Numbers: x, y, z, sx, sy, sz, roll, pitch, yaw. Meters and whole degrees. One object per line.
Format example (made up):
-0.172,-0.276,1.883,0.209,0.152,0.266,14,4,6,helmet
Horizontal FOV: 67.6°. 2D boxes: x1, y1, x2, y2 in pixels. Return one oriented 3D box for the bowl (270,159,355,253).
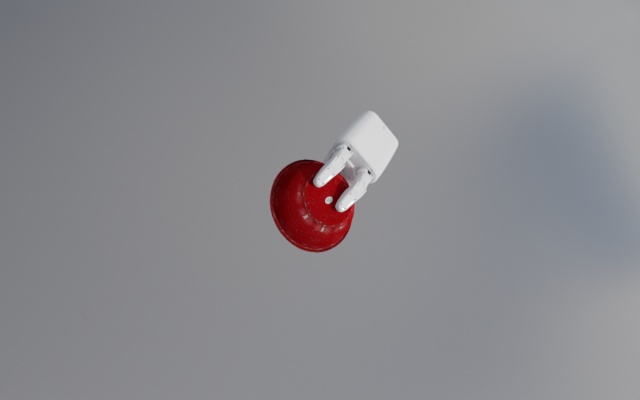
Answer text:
0.000,0.004,0.789,0.162,0.162,0.055,0,-12,-30,bowl
